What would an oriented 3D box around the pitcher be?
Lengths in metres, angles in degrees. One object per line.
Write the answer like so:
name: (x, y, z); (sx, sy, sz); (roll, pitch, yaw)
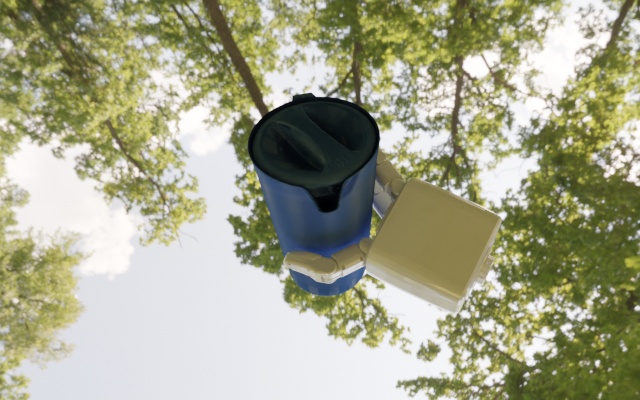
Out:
pitcher: (0.000, 0.002, 0.572); (0.145, 0.149, 0.243); (25, -34, 24)
